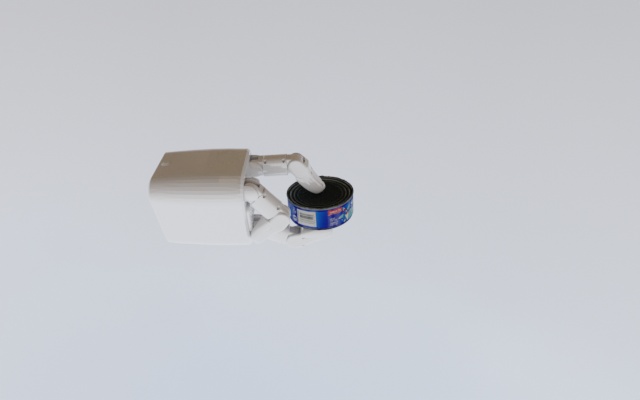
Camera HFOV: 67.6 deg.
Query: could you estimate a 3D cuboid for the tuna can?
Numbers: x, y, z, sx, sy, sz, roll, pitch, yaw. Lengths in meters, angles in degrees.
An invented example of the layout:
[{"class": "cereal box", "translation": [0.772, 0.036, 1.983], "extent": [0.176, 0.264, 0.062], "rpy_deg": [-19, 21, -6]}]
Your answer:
[{"class": "tuna can", "translation": [0.000, 0.003, 0.614], "extent": [0.086, 0.034, 0.086], "rpy_deg": [-2, 31, 1]}]
